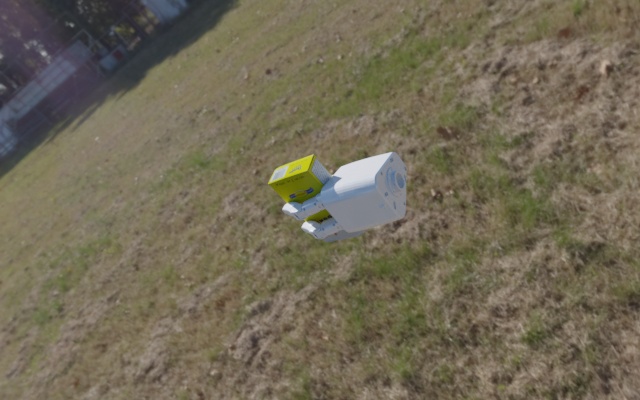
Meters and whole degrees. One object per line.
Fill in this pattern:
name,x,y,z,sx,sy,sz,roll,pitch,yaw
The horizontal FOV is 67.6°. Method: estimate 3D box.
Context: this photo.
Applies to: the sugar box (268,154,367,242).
sugar box,0.000,0.003,0.841,0.093,0.048,0.176,-16,-51,37
